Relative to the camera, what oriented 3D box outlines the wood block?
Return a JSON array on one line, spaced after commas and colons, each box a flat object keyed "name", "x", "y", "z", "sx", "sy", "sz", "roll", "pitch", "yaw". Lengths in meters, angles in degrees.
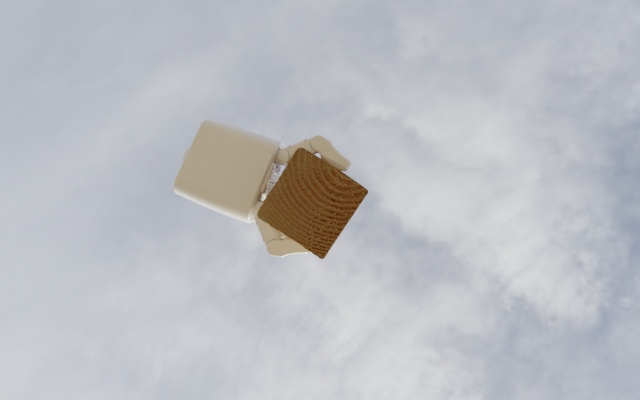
[{"name": "wood block", "x": 0.000, "y": 0.001, "z": 0.604, "sx": 0.090, "sy": 0.091, "sz": 0.206, "roll": 33, "pitch": 4, "yaw": 4}]
